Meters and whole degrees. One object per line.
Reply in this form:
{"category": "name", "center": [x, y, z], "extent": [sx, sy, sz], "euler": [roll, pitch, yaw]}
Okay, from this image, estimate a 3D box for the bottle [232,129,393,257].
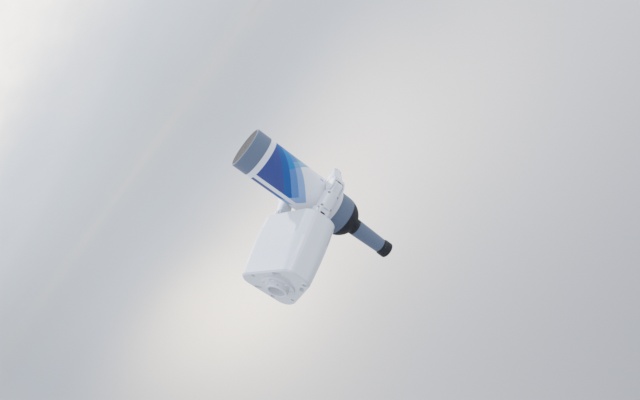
{"category": "bottle", "center": [0.000, 0.002, 0.756], "extent": [0.296, 0.069, 0.069], "euler": [36, -14, -19]}
